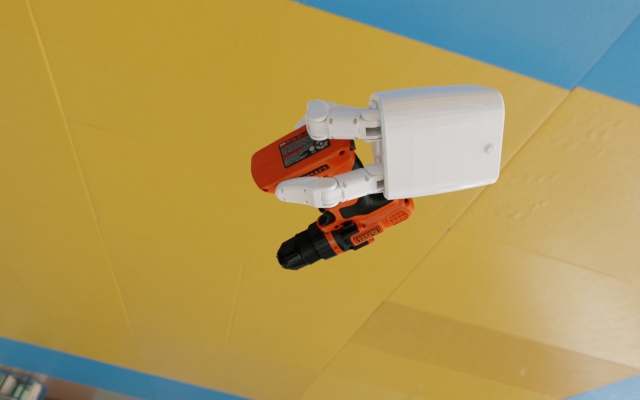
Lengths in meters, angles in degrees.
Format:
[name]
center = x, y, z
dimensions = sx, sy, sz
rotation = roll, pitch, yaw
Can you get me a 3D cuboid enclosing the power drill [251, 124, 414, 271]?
[power drill]
center = 0.000, 0.001, 0.539
dimensions = 0.184, 0.057, 0.188
rotation = -28, -38, 9
